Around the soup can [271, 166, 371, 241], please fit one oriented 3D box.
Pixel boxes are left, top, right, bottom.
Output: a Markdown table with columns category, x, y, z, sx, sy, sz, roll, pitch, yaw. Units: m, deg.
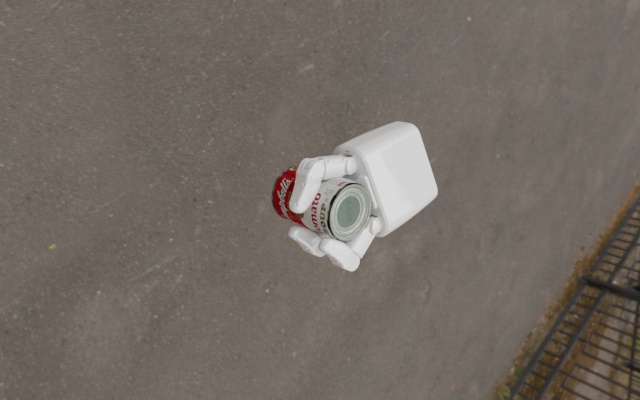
| category | x | y | z | sx | sy | sz | roll | pitch | yaw |
| --- | --- | --- | --- | --- | --- | --- | --- | --- | --- |
| soup can | 0.000 | 0.002 | 0.553 | 0.068 | 0.068 | 0.102 | 0 | 13 | -43 |
